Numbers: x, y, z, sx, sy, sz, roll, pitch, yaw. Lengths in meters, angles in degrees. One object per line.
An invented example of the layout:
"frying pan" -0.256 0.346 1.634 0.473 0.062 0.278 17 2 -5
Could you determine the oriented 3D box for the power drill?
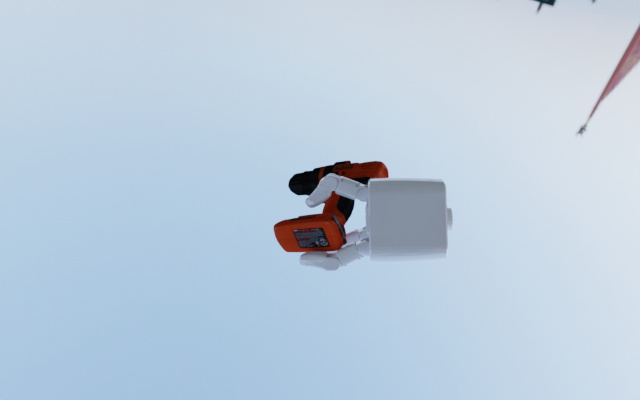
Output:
"power drill" 0.000 0.003 0.752 0.184 0.057 0.187 -7 32 31
